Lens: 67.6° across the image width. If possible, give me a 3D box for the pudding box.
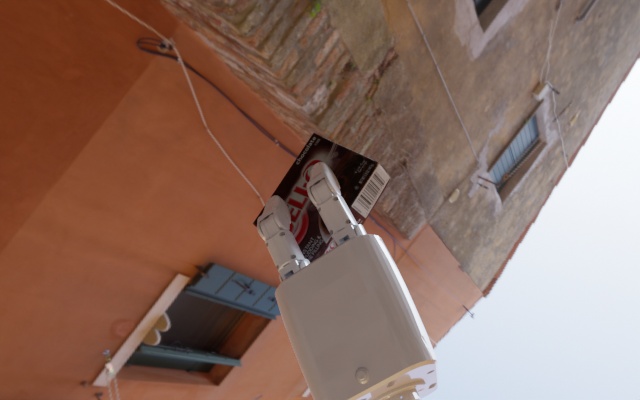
[{"bbox_3d":[0.000,0.002,0.456,0.090,0.113,0.039,31,-6,39],"label":"pudding box"}]
